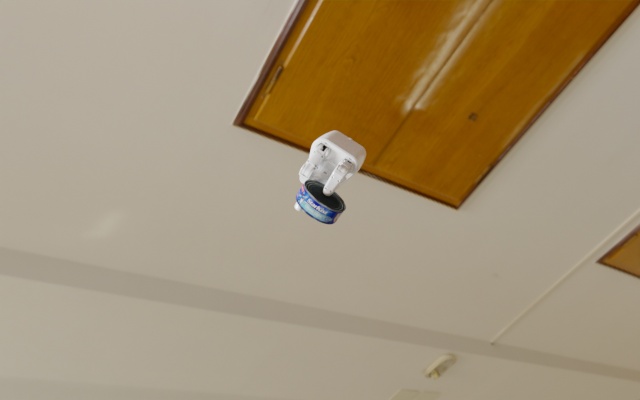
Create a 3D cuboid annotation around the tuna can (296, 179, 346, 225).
[{"bbox_3d":[0.000,0.003,0.837,0.086,0.034,0.086,30,22,-14],"label":"tuna can"}]
